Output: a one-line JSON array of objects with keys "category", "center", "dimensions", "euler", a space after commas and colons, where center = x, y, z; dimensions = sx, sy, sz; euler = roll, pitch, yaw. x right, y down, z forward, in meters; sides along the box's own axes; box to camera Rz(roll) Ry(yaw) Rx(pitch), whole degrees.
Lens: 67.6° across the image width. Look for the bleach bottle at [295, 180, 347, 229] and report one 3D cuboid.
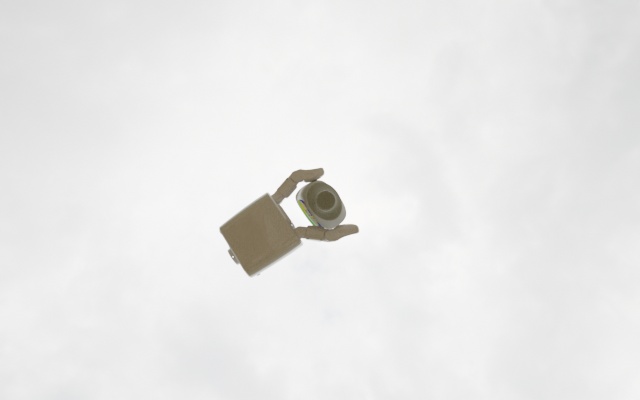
[{"category": "bleach bottle", "center": [0.000, 0.003, 0.836], "dimensions": [0.068, 0.102, 0.251], "euler": [-34, -3, -4]}]
